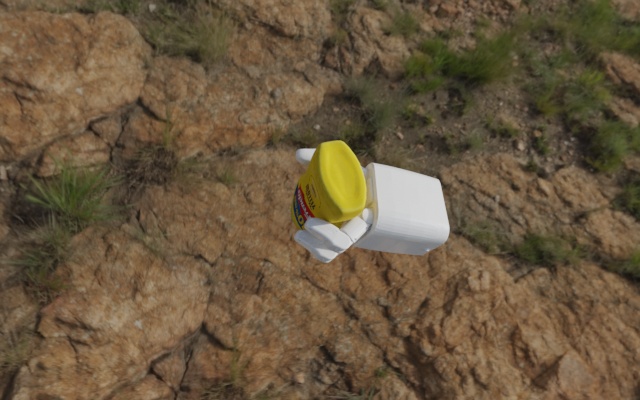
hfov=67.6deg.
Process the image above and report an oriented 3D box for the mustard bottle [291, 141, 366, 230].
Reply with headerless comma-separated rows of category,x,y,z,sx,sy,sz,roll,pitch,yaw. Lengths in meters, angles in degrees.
mustard bottle,0.000,0.002,0.649,0.058,0.096,0.192,-13,-16,-21
